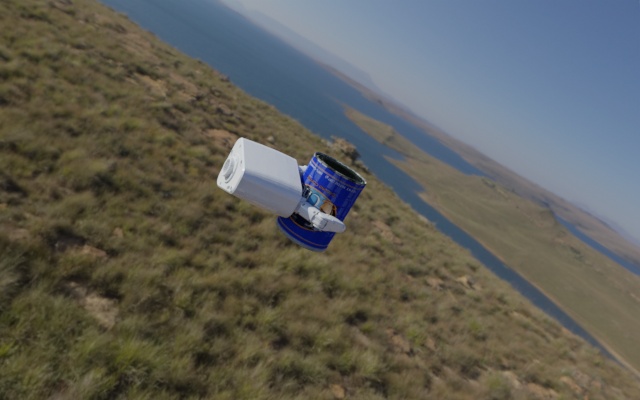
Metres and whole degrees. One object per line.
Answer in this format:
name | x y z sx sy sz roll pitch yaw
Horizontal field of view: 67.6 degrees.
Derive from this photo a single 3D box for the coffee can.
coffee can | 0.000 0.003 0.821 0.103 0.140 0.102 29 15 -8
